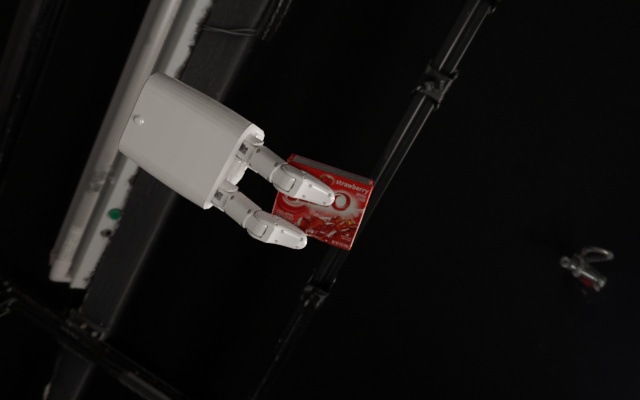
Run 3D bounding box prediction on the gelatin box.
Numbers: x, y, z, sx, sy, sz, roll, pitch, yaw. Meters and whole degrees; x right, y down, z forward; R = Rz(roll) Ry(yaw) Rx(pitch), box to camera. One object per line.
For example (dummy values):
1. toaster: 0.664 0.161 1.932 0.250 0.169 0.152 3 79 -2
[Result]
1. gelatin box: 0.000 0.002 0.487 0.089 0.073 0.030 18 19 -1
